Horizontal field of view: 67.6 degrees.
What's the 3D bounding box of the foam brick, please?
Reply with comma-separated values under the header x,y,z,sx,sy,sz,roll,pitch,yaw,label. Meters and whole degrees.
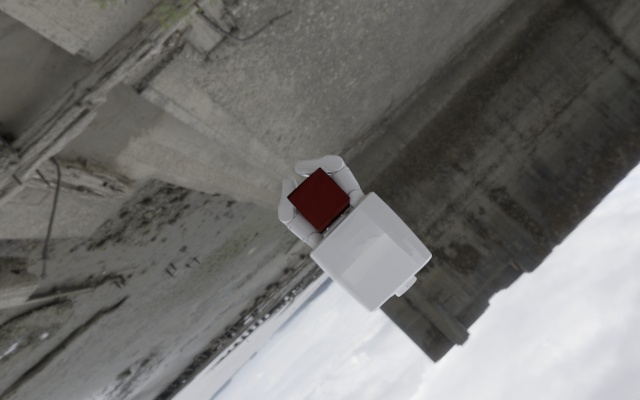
x,y,z,sx,sy,sz,roll,pitch,yaw,label
0.000,0.002,0.565,0.053,0.051,0.078,-43,-8,-2,foam brick
